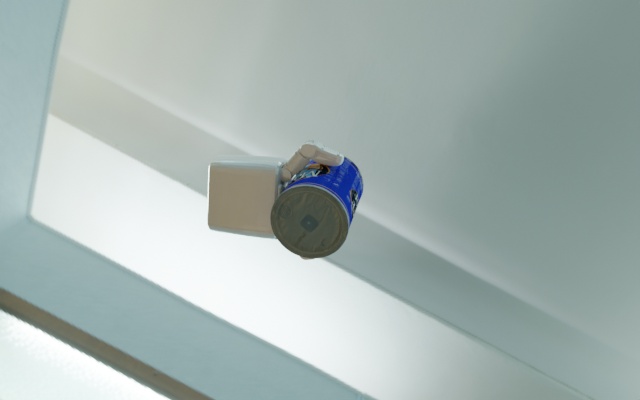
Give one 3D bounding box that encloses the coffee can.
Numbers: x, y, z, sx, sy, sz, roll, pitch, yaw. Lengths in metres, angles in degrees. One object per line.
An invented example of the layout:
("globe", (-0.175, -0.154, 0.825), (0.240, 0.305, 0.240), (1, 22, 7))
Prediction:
("coffee can", (0.000, 0.002, 0.666), (0.103, 0.103, 0.140), (0, 23, 14))
